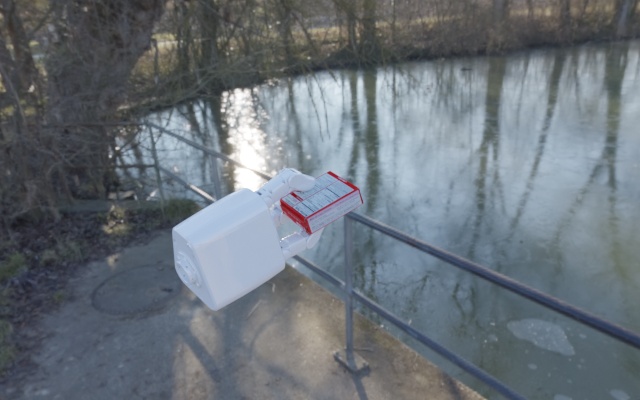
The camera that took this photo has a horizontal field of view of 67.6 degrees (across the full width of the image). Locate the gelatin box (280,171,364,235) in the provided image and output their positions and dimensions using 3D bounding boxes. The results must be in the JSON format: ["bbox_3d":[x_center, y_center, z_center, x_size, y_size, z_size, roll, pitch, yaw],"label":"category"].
[{"bbox_3d":[0.000,0.002,0.640,0.089,0.030,0.073,-31,34,-18],"label":"gelatin box"}]
